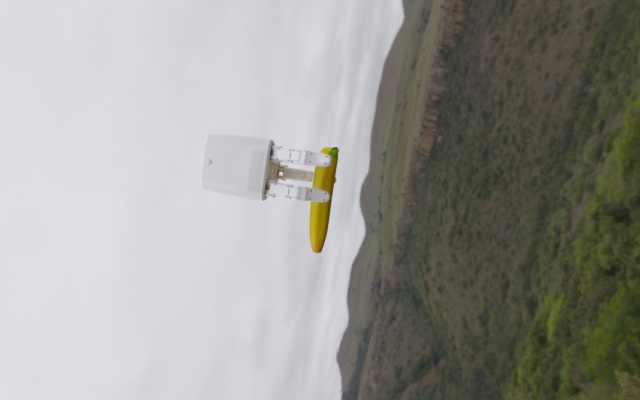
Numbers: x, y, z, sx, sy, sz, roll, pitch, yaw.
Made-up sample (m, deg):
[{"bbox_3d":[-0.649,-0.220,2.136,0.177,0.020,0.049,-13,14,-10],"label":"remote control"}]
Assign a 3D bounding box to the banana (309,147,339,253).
[{"bbox_3d":[0.002,-0.009,0.791,0.037,0.198,0.069,8,28,2],"label":"banana"}]
